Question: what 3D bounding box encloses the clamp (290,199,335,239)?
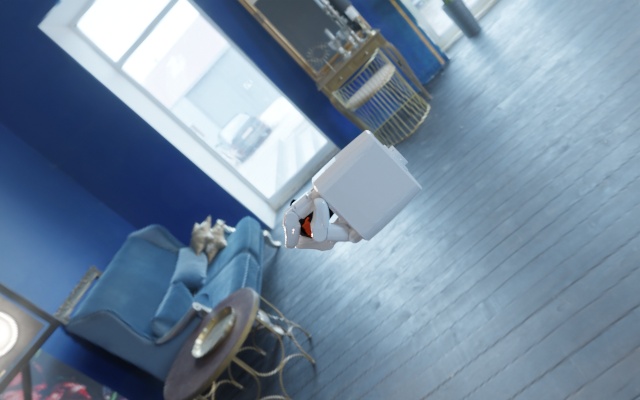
[{"bbox_3d":[0.000,0.002,0.750,0.039,0.120,0.171,42,12,-17],"label":"clamp"}]
